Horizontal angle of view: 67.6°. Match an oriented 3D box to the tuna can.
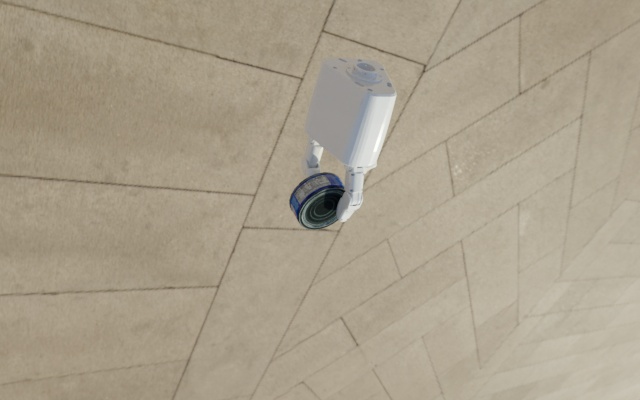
[{"bbox_3d":[0.000,0.003,0.693,0.086,0.086,0.033,0,42,-34],"label":"tuna can"}]
